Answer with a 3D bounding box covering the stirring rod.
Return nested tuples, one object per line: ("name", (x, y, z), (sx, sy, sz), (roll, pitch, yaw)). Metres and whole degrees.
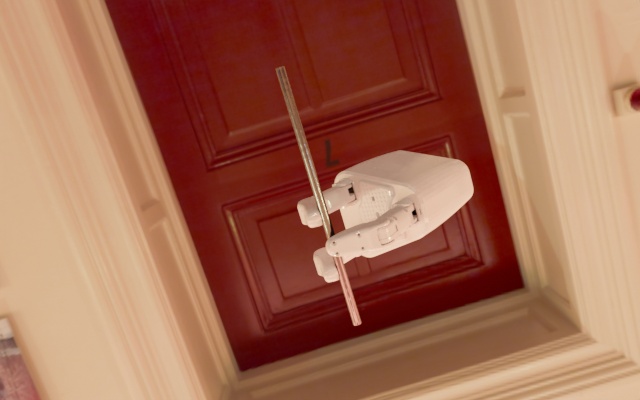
("stirring rod", (0.000, 0.001, 0.424), (0.011, 0.239, 0.011), (-16, 10, 3))
